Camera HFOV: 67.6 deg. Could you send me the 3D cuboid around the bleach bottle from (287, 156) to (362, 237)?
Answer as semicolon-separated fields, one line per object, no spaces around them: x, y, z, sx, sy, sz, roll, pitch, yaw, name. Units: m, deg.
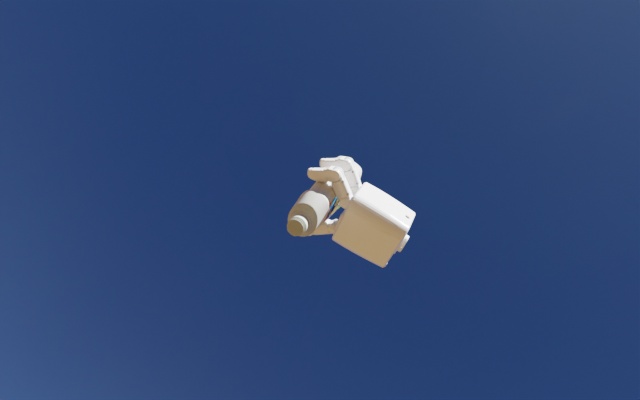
0.000;0.003;0.842;0.068;0.103;0.250;32;29;6;bleach bottle
